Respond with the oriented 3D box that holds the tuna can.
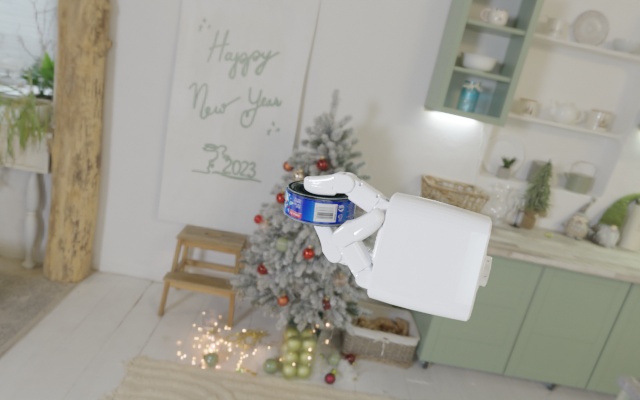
[{"bbox_3d":[0.000,0.001,0.569,0.086,0.034,0.086,6,16,-2],"label":"tuna can"}]
